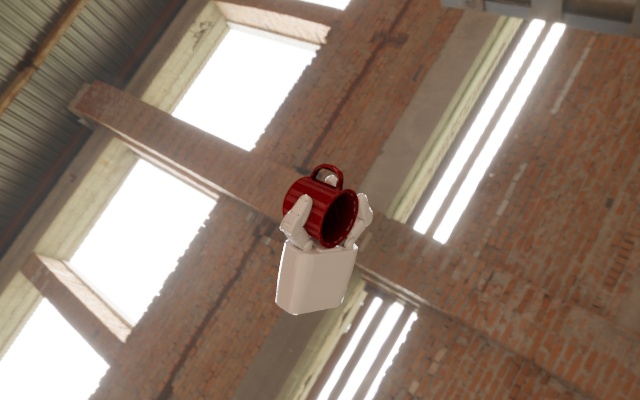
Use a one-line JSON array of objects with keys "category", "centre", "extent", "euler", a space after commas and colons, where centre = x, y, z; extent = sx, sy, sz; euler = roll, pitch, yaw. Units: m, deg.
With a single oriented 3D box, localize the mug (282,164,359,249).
[{"category": "mug", "centre": [0.000, 0.001, 0.710], "extent": [0.081, 0.117, 0.093], "euler": [25, 22, 33]}]
